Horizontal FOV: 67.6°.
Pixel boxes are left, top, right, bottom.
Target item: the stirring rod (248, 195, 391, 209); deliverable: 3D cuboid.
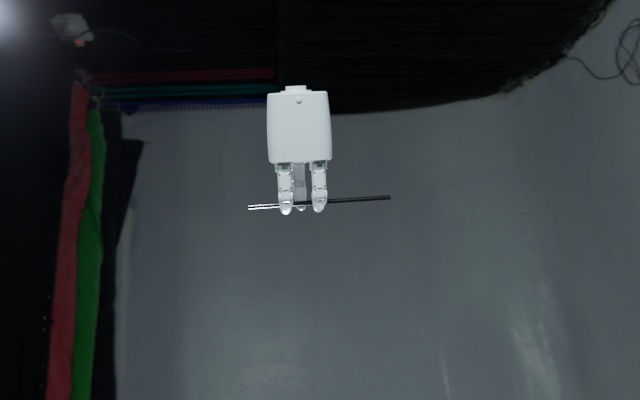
[{"bbox_3d":[0.000,0.003,0.805,0.239,0.011,0.011,-4,0,-6],"label":"stirring rod"}]
